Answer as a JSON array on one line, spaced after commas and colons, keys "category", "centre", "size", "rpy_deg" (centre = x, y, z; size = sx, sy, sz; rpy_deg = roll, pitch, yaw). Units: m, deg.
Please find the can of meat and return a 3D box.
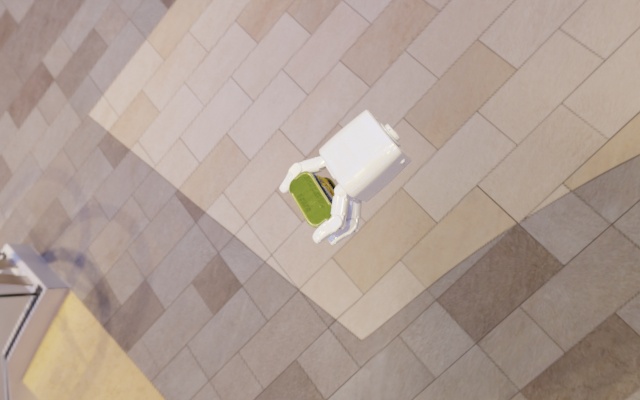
[{"category": "can of meat", "centre": [0.000, 0.003, 0.812], "size": [0.057, 0.102, 0.084], "rpy_deg": [-38, -21, 15]}]
